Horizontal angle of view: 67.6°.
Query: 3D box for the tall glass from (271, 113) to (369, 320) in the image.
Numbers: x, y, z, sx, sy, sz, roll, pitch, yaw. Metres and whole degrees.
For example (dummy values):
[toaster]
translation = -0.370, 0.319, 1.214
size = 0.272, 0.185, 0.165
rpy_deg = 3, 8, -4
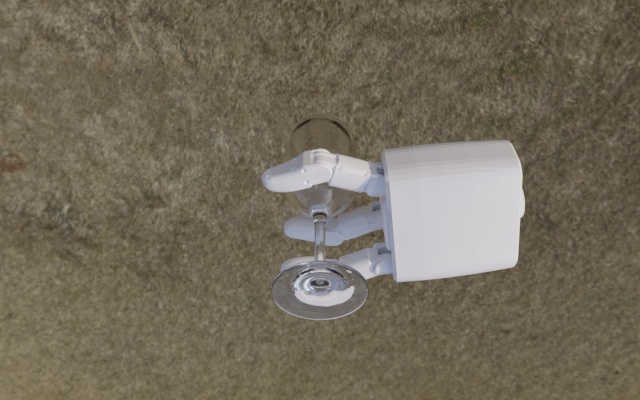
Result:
[tall glass]
translation = 0.000, 0.002, 0.432
size = 0.079, 0.079, 0.200
rpy_deg = 0, 44, 0
